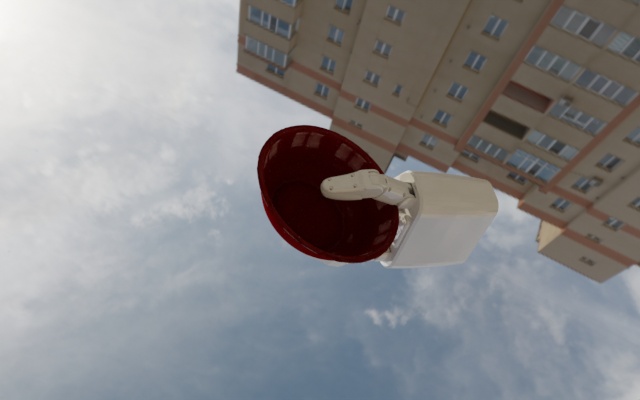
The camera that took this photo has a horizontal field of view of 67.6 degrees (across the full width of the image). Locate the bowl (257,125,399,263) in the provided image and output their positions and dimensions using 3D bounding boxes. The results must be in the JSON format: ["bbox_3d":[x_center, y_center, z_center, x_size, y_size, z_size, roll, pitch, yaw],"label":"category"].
[{"bbox_3d":[-0.001,0.001,0.493,0.162,0.162,0.055,0,-31,-34],"label":"bowl"}]
